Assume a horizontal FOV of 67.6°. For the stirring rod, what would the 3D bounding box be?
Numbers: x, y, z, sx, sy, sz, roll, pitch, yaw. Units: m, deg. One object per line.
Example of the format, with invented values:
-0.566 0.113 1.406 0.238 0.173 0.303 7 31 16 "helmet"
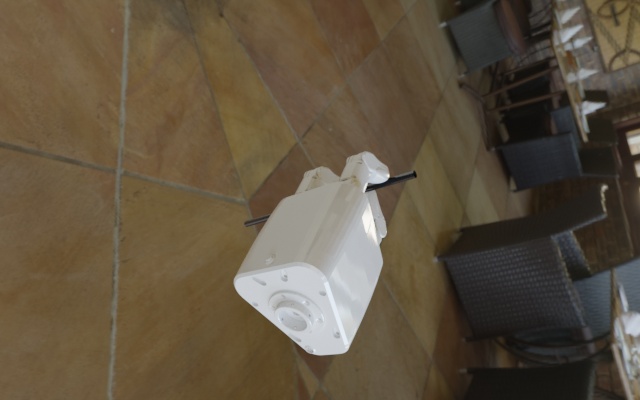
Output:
0.000 0.002 0.552 0.239 0.011 0.011 -17 -9 34 "stirring rod"
